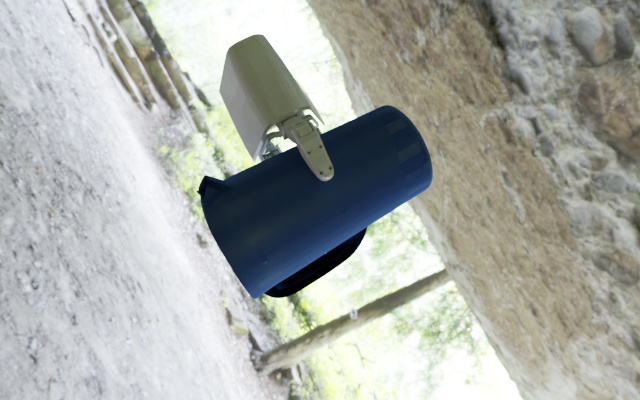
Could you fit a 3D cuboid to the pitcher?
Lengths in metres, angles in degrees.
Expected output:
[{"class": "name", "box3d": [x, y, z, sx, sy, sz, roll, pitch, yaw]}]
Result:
[{"class": "pitcher", "box3d": [0.000, 0.002, 0.537, 0.243, 0.145, 0.149, -28, -11, -7]}]
